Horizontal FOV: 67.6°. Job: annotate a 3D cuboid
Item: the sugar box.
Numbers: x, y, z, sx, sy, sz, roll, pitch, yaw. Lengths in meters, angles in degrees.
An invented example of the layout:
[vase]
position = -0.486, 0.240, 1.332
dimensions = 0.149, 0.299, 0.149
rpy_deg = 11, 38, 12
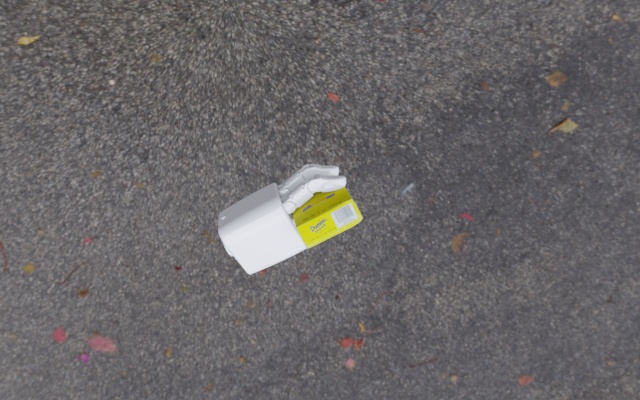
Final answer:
[sugar box]
position = 0.000, 0.002, 0.760
dimensions = 0.093, 0.048, 0.176
rpy_deg = -27, 25, 1
